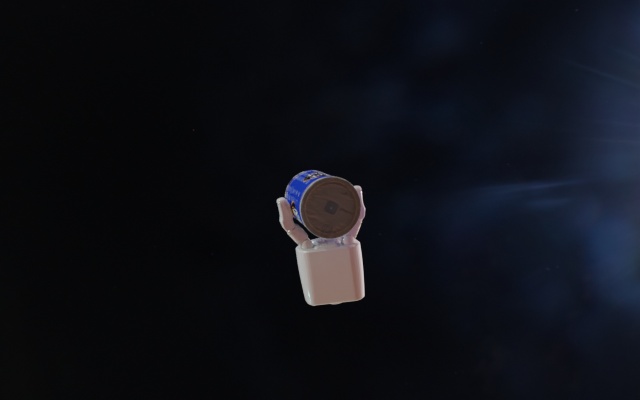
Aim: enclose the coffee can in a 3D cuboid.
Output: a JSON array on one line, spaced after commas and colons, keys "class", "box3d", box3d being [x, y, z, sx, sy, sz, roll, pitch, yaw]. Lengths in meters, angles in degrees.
[{"class": "coffee can", "box3d": [0.000, 0.003, 0.840, 0.103, 0.103, 0.140, 0, 8, -15]}]
